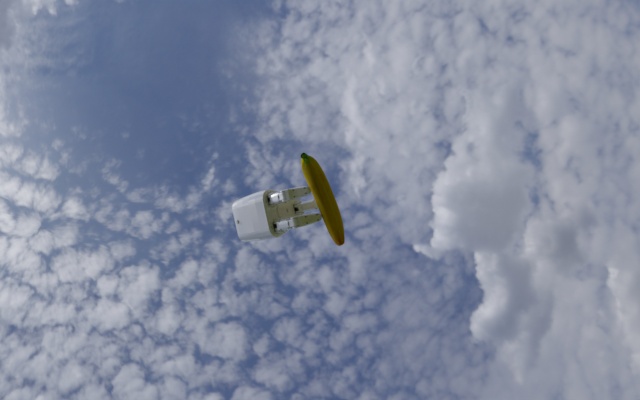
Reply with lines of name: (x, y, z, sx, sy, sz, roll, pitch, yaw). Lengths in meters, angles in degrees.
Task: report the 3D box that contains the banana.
banana: (0.002, -0.008, 0.915, 0.037, 0.198, 0.069, -18, 19, 19)
